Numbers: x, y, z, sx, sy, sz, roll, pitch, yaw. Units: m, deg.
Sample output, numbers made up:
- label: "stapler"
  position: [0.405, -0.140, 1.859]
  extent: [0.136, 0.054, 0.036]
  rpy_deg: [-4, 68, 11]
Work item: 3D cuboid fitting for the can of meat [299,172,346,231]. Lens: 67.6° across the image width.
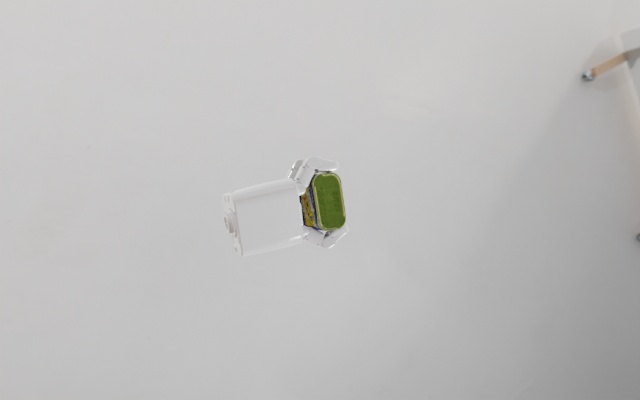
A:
- label: "can of meat"
  position: [0.000, 0.003, 0.822]
  extent: [0.057, 0.102, 0.084]
  rpy_deg: [-10, 3, -22]
